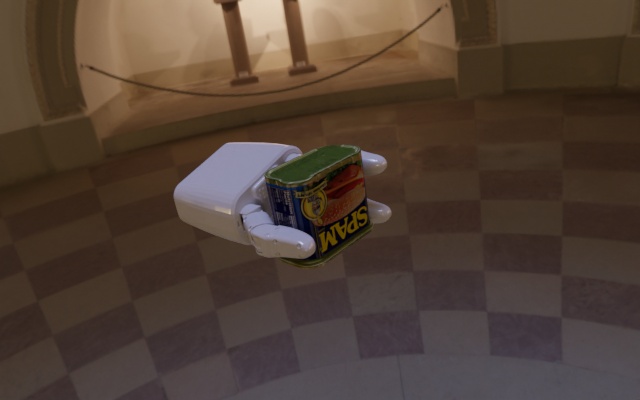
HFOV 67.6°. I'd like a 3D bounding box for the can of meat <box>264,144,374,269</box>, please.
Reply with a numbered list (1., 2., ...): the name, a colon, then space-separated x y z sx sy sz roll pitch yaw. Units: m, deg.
1. can of meat: 0.000 0.001 0.448 0.057 0.084 0.102 13 32 42
